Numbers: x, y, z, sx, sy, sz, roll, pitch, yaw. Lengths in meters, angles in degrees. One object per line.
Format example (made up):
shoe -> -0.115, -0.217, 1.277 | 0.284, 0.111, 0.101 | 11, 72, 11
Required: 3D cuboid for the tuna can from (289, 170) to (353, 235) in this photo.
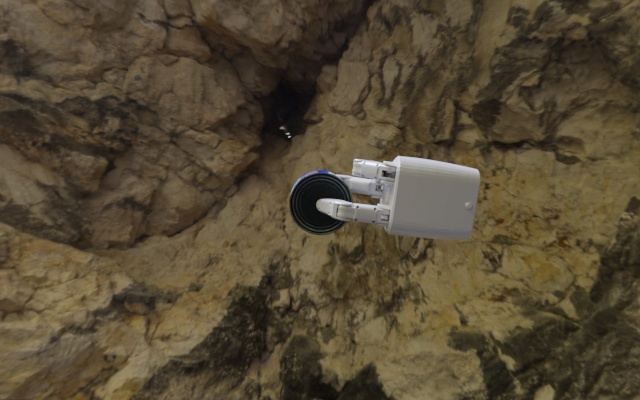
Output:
tuna can -> 0.000, 0.002, 0.655 | 0.086, 0.086, 0.033 | 0, 11, -3
